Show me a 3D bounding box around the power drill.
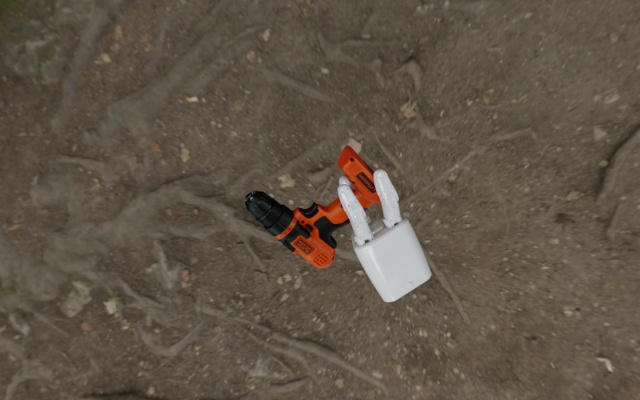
[{"bbox_3d":[0.001,0.002,0.755,0.184,0.188,0.057,41,16,-27],"label":"power drill"}]
